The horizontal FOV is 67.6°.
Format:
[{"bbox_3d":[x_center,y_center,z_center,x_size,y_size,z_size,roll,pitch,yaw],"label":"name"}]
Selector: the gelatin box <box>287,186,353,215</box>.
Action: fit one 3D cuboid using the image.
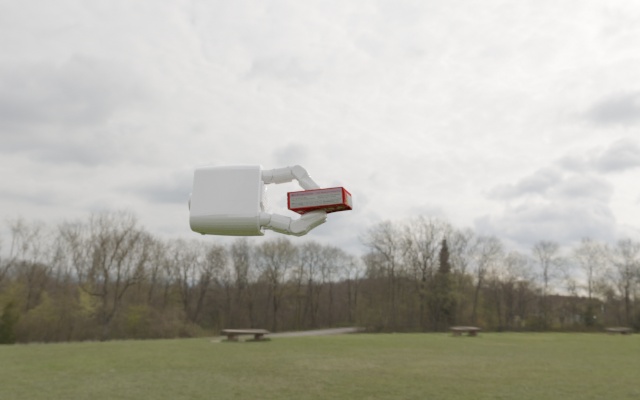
[{"bbox_3d":[0.000,0.002,0.738,0.089,0.030,0.073,-7,-10,12],"label":"gelatin box"}]
